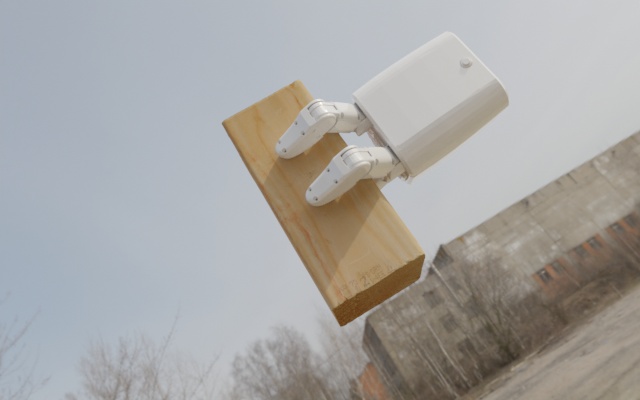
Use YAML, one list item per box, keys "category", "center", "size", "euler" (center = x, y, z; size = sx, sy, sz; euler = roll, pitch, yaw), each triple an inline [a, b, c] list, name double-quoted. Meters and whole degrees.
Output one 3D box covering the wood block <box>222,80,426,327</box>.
- category: "wood block"
  center: [0.000, 0.001, 0.451]
  size: [0.090, 0.206, 0.091]
  euler: [-31, -24, -5]
